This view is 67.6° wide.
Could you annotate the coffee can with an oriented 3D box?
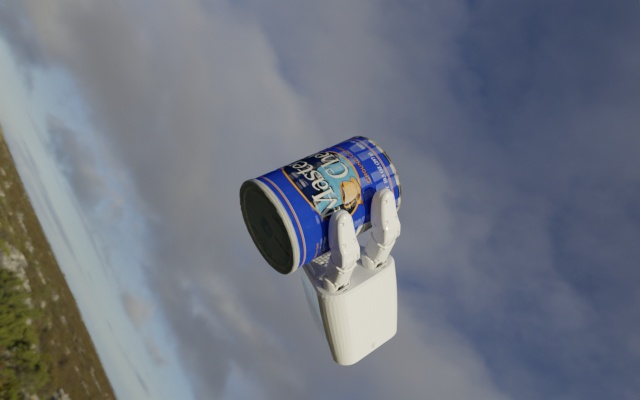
[{"bbox_3d":[0.000,0.002,0.509,0.140,0.103,0.103,-26,12,-28],"label":"coffee can"}]
